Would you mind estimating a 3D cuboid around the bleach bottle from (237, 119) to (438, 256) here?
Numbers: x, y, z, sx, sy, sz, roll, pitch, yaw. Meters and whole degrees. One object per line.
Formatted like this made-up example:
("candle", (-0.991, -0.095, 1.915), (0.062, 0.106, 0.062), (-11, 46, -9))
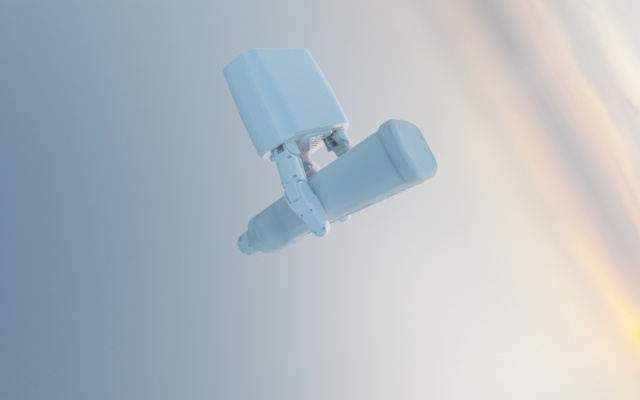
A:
("bleach bottle", (0.000, 0.002, 0.531), (0.251, 0.068, 0.102), (-30, -7, 27))
